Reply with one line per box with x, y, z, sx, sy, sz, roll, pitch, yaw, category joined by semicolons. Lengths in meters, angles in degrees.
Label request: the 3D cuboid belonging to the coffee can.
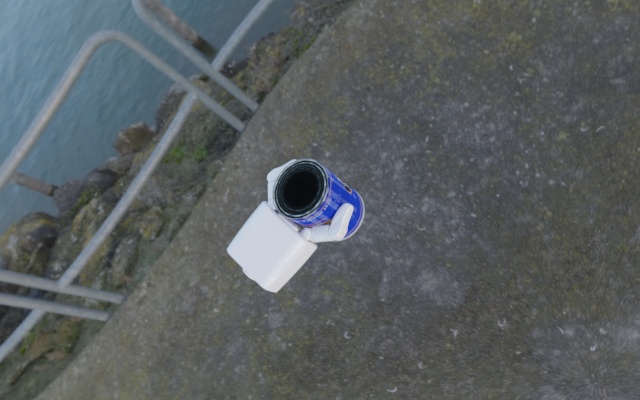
0.000;0.003;0.806;0.103;0.102;0.140;0;-18;30;coffee can
